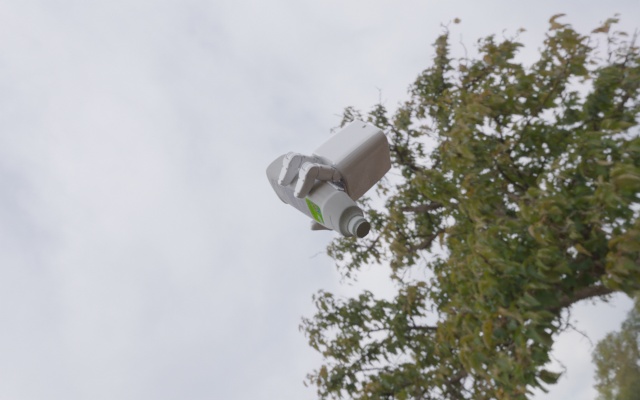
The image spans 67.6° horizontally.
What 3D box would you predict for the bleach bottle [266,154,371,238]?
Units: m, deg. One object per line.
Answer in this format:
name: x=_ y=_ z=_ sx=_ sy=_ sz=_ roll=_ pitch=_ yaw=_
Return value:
bleach bottle: x=0.000 y=0.003 z=0.819 sx=0.068 sy=0.103 sz=0.250 roll=-40 pitch=40 yaw=-13
